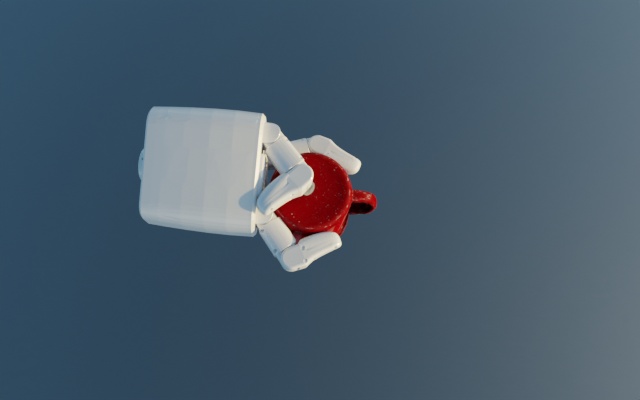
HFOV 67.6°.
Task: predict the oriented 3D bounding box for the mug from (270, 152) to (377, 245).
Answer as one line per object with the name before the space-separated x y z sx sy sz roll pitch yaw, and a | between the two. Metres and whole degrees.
mug | 0.002 0.002 0.494 0.117 0.093 0.081 4 -15 -3
